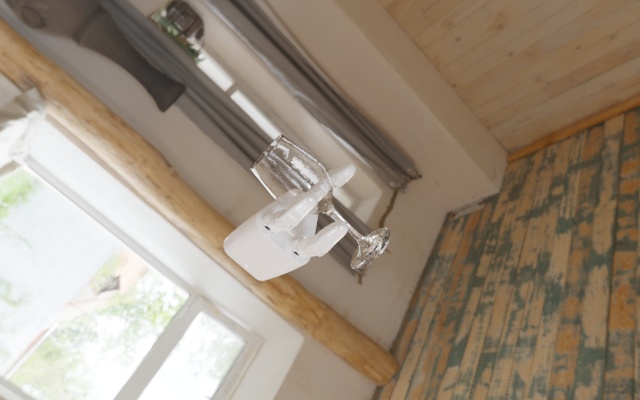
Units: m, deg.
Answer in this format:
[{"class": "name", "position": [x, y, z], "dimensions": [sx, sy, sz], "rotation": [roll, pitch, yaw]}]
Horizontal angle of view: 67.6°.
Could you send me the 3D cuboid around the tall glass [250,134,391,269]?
[{"class": "tall glass", "position": [0.001, 0.002, 0.644], "dimensions": [0.201, 0.079, 0.079], "rotation": [43, -14, -15]}]
